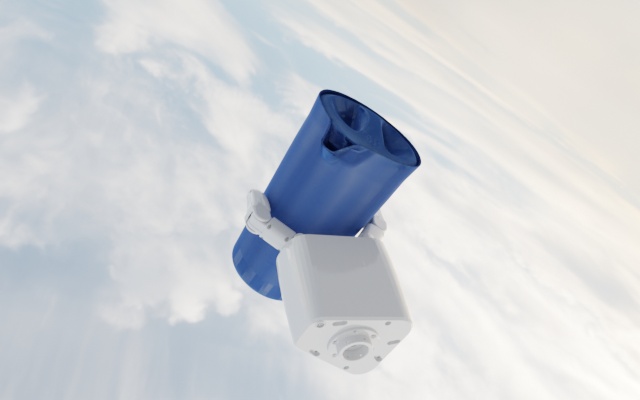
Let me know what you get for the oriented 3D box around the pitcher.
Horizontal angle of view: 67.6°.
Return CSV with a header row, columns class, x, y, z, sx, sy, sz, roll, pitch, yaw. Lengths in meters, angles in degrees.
class,x,y,z,sx,sy,sz,roll,pitch,yaw
pitcher,0.000,0.002,0.571,0.149,0.243,0.145,21,30,-28
